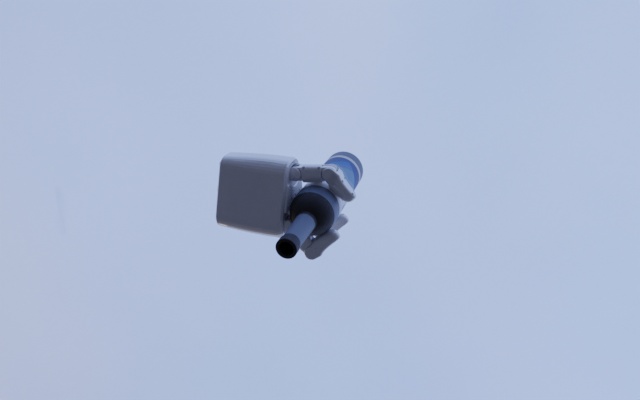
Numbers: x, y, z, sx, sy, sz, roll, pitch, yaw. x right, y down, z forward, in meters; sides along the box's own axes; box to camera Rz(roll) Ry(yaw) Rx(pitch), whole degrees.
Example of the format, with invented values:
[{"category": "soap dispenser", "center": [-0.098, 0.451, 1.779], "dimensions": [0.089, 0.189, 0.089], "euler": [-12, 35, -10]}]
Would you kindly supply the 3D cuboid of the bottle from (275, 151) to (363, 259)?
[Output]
[{"category": "bottle", "center": [0.000, 0.002, 0.695], "dimensions": [0.069, 0.069, 0.295], "euler": [0, 22, 18]}]
